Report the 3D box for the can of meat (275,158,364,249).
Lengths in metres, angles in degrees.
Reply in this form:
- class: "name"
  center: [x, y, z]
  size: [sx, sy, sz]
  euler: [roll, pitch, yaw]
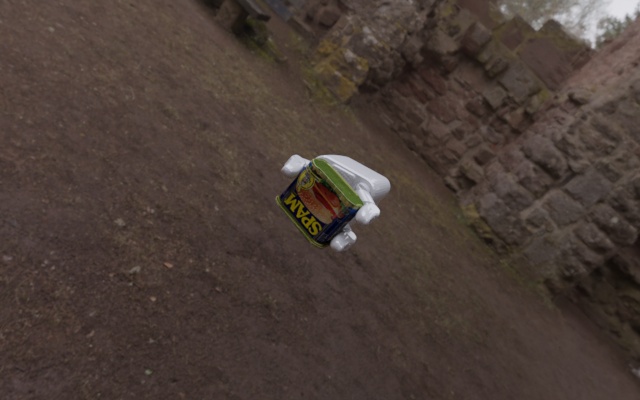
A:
- class: "can of meat"
  center: [0.000, 0.002, 0.679]
  size: [0.084, 0.102, 0.057]
  euler: [-47, -16, 20]
